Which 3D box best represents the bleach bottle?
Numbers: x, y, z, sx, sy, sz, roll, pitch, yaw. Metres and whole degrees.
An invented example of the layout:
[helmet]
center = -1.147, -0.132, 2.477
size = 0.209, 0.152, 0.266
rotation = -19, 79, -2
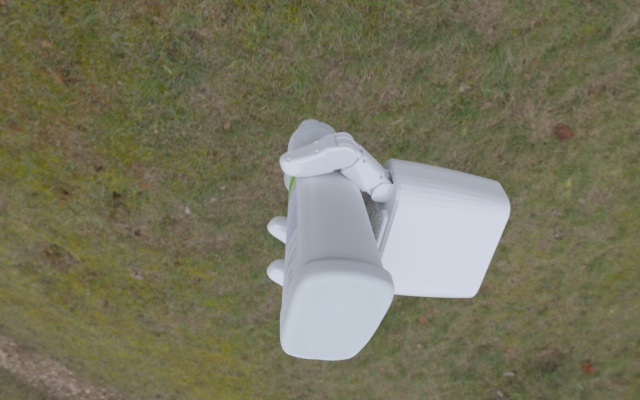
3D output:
[bleach bottle]
center = 0.000, 0.001, 0.413
size = 0.068, 0.103, 0.250
rotation = 8, 40, -12
